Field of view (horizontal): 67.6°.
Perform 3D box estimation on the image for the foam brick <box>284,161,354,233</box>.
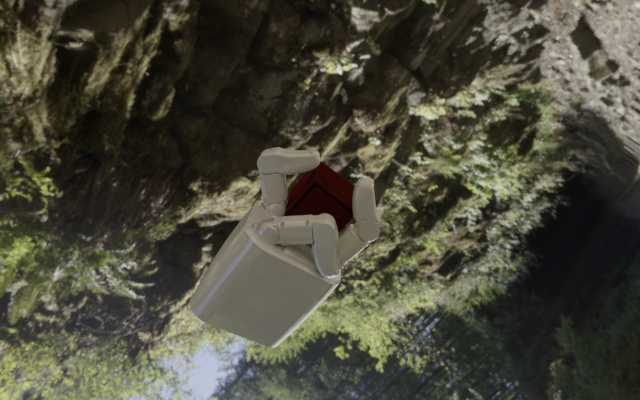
[{"bbox_3d":[0.000,0.001,0.488,0.053,0.051,0.078,37,18,-11],"label":"foam brick"}]
